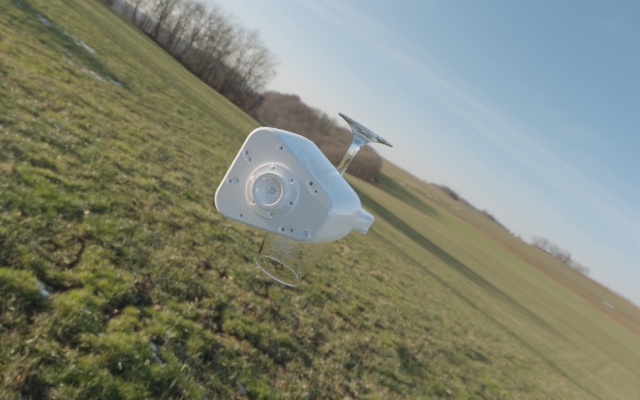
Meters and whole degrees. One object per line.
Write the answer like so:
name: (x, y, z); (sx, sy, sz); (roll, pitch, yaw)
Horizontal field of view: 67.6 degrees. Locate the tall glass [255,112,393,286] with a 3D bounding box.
tall glass: (0.001, 0.001, 0.562); (0.079, 0.201, 0.079); (31, 8, -5)
